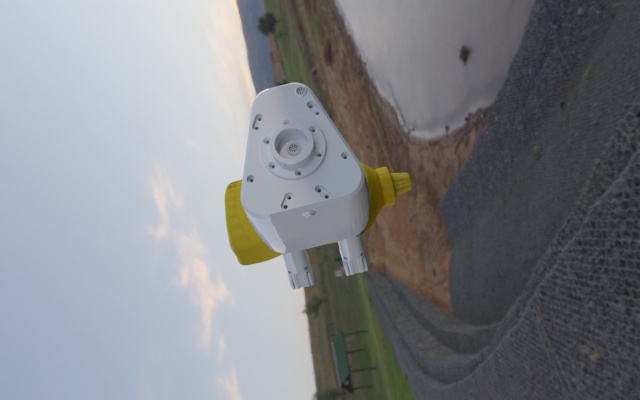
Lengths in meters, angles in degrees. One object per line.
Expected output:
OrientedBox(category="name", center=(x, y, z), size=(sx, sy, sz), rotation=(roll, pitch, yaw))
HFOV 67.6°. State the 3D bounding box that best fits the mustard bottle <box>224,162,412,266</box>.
OrientedBox(category="mustard bottle", center=(0.000, 0.002, 0.497), size=(0.191, 0.096, 0.058), rotation=(-14, -43, 0))
